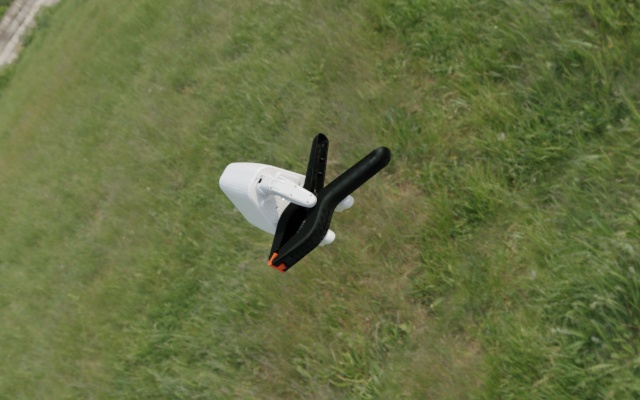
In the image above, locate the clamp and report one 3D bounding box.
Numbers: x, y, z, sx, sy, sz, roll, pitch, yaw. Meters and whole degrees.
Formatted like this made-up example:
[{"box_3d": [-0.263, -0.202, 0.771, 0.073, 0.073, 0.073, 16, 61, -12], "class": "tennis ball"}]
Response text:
[{"box_3d": [-0.001, 0.002, 0.633, 0.036, 0.210, 0.164, 35, -13, -33], "class": "clamp"}]
